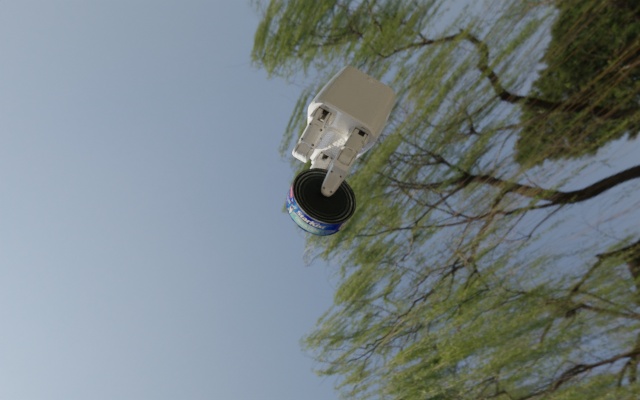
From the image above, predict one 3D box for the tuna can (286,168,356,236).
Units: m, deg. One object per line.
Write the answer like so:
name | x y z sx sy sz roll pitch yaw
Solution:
tuna can | 0.000 0.002 0.610 0.086 0.086 0.034 0 -35 -26
